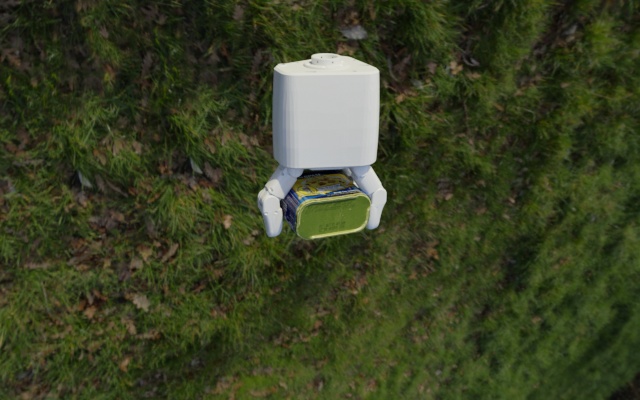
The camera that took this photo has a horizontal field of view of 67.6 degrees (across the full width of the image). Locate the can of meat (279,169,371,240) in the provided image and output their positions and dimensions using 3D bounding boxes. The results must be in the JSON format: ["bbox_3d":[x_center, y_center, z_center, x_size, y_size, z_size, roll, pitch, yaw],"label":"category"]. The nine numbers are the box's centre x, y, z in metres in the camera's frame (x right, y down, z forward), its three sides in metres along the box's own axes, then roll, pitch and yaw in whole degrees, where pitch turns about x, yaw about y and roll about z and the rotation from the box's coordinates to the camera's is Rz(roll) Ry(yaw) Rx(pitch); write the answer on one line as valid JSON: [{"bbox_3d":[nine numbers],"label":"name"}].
[{"bbox_3d":[0.000,0.002,0.585,0.102,0.057,0.084,-8,29,-23],"label":"can of meat"}]
